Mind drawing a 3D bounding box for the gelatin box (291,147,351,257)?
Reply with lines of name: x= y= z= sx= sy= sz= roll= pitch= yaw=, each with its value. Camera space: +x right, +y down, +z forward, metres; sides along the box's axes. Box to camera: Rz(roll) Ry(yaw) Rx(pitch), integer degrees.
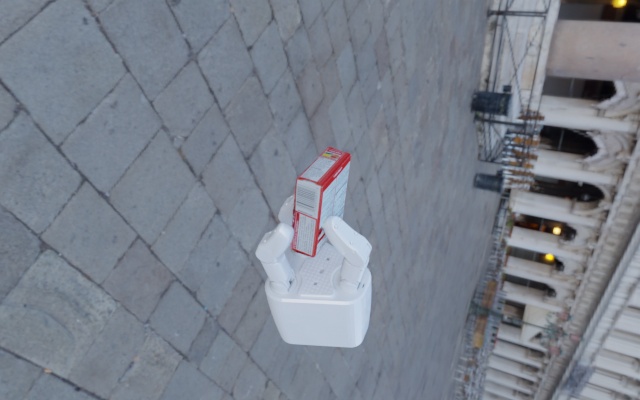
gelatin box: x=0.001 y=0.001 z=0.481 sx=0.030 sy=0.089 sz=0.073 roll=19 pitch=37 yaw=17
